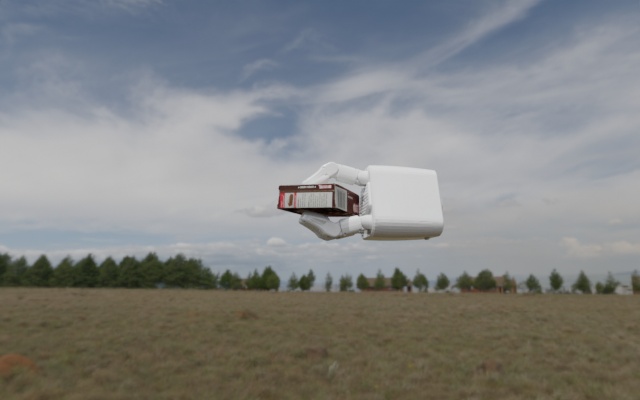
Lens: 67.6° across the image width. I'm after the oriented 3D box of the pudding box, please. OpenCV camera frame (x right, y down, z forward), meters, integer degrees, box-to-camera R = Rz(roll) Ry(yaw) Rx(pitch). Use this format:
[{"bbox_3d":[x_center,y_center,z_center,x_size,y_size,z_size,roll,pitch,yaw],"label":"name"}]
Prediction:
[{"bbox_3d":[0.000,0.002,0.708,0.090,0.039,0.113,-2,-11,22],"label":"pudding box"}]
